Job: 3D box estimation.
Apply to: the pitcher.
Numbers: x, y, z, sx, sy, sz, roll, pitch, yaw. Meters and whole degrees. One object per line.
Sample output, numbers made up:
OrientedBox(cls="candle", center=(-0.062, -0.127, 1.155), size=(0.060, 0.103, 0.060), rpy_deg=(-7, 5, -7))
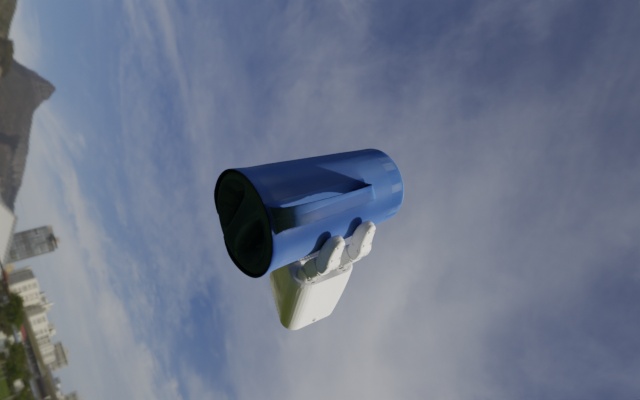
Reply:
OrientedBox(cls="pitcher", center=(0.000, 0.002, 0.622), size=(0.243, 0.145, 0.149), rpy_deg=(-17, 49, -36))
